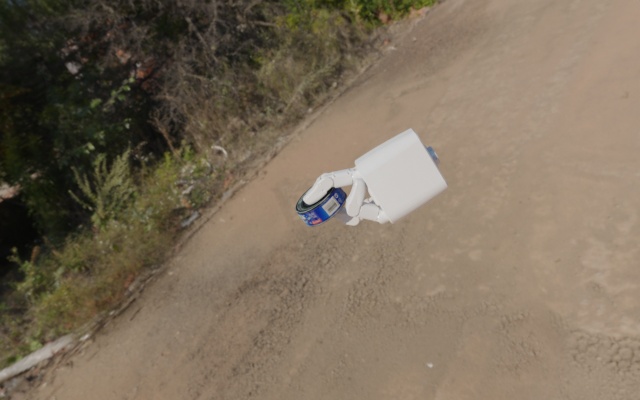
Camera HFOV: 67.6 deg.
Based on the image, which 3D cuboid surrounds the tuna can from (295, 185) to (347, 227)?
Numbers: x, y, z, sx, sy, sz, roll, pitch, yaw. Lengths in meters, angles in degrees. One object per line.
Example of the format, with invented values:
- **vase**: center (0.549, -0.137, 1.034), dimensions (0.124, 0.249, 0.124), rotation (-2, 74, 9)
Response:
- **tuna can**: center (0.000, 0.002, 0.801), dimensions (0.086, 0.034, 0.086), rotation (-32, 24, 16)
